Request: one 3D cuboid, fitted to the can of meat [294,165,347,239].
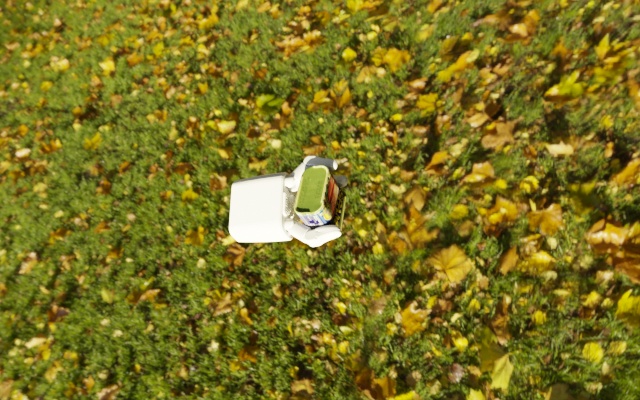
[{"bbox_3d":[0.000,0.003,0.810,0.057,0.102,0.084,-4,-34,23],"label":"can of meat"}]
